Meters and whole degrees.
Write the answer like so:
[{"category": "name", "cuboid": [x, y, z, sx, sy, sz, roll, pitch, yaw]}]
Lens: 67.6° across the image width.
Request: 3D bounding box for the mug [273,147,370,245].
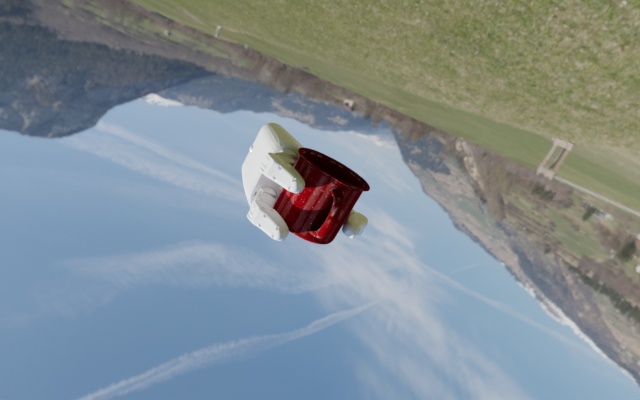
[{"category": "mug", "cuboid": [0.000, 0.003, 0.540, 0.093, 0.081, 0.117, 23, 17, -24]}]
